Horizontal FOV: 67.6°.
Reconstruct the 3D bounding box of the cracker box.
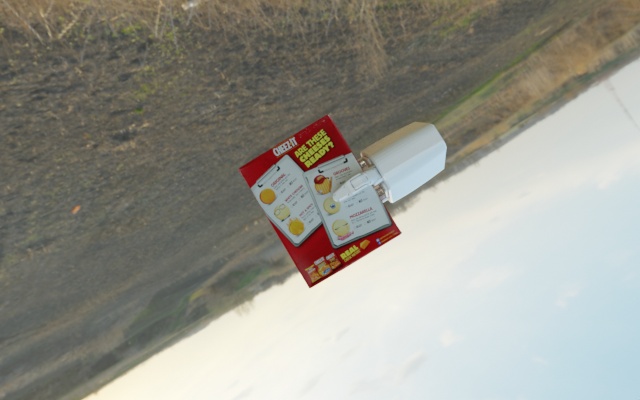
[{"bbox_3d":[0.000,0.003,0.746,0.164,0.213,0.072,-31,-5,0],"label":"cracker box"}]
